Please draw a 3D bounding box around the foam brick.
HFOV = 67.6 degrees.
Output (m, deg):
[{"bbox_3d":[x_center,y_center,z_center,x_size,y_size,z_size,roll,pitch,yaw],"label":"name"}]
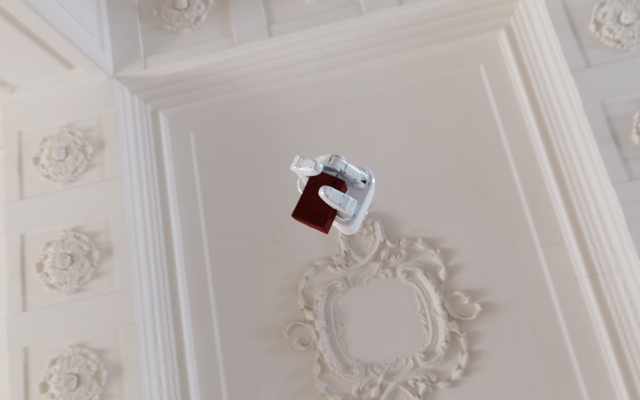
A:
[{"bbox_3d":[0.000,0.002,0.691,0.053,0.078,0.051,23,-10,11],"label":"foam brick"}]
